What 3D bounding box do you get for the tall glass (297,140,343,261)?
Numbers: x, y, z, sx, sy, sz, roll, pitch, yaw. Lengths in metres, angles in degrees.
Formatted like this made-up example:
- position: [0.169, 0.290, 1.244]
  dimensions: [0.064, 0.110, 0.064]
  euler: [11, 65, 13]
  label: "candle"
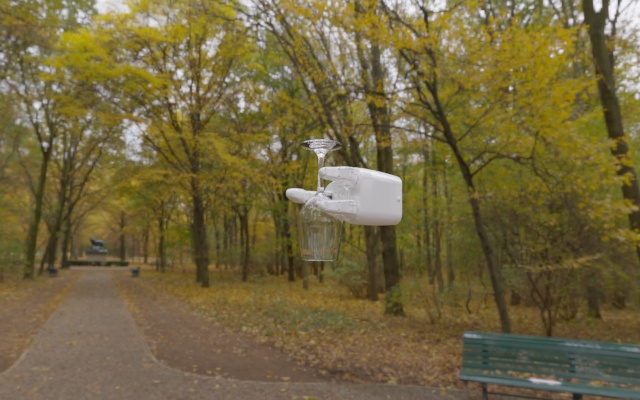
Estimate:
- position: [0.000, 0.002, 0.816]
  dimensions: [0.079, 0.201, 0.079]
  euler: [1, -7, 0]
  label: "tall glass"
